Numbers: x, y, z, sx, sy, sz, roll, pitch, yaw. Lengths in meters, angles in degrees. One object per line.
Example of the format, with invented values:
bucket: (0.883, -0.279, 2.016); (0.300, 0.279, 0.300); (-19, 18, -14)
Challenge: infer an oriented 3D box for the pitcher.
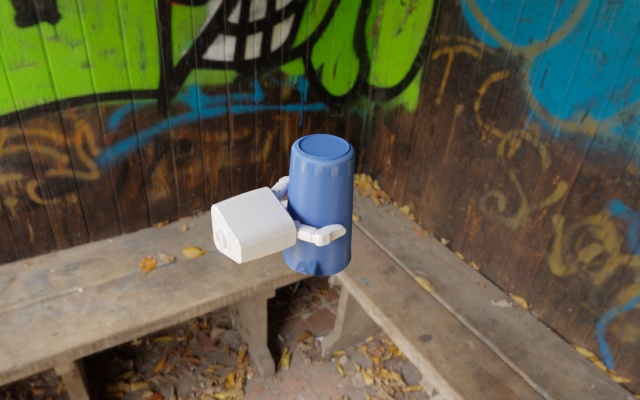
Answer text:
pitcher: (0.000, 0.003, 0.875); (0.145, 0.243, 0.149); (-19, 39, -31)
